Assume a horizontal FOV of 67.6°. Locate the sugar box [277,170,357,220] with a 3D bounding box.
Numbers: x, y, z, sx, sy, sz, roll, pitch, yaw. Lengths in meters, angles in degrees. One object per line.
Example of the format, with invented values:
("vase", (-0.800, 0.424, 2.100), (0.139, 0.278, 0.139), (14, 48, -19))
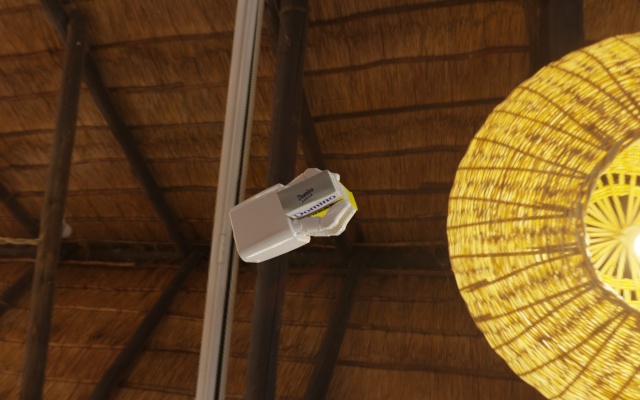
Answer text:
("sugar box", (0.000, 0.003, 0.824), (0.093, 0.048, 0.176), (-24, -13, 11))
